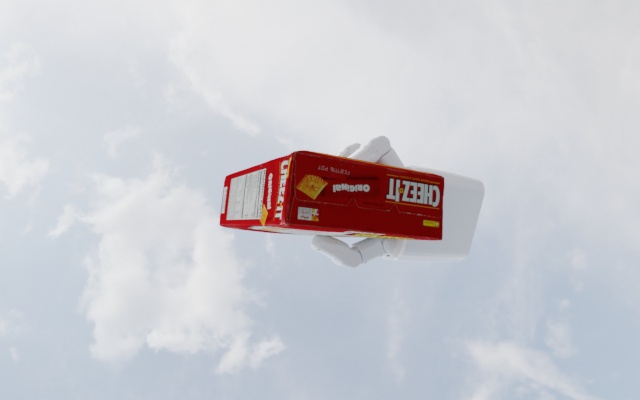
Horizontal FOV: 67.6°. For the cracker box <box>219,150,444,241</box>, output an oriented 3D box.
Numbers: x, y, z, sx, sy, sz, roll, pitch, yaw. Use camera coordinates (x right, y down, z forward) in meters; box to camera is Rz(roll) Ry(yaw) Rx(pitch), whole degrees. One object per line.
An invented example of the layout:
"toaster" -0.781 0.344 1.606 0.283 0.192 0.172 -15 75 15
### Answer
"cracker box" 0.000 0.002 0.514 0.164 0.072 0.214 7 -6 -26
